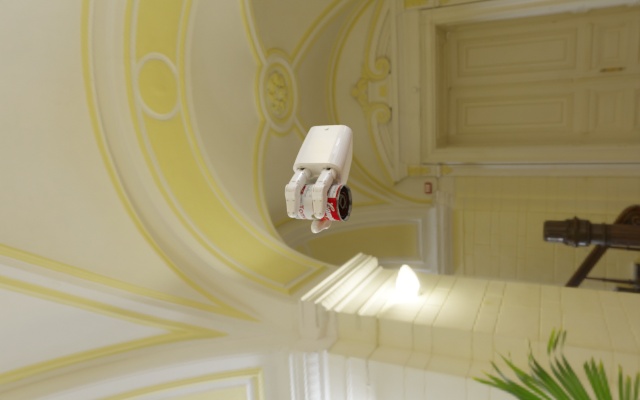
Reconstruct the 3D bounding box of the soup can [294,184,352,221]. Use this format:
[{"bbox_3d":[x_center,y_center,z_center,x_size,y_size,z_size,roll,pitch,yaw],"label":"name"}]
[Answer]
[{"bbox_3d":[0.000,0.003,0.897,0.102,0.068,0.068,2,1,25],"label":"soup can"}]
